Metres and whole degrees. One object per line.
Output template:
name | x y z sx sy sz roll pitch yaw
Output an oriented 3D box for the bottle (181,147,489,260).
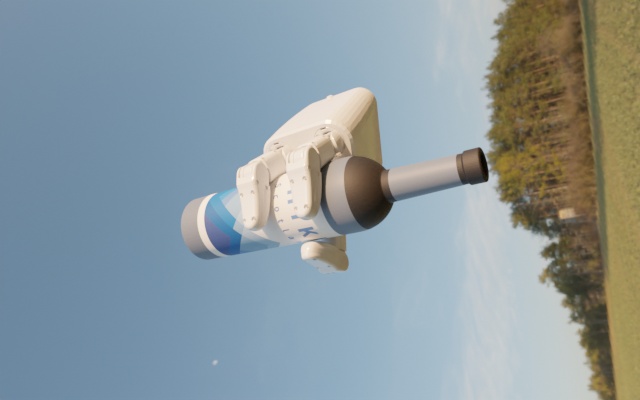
bottle | 0.000 0.002 0.435 0.296 0.069 0.069 -13 -7 30
